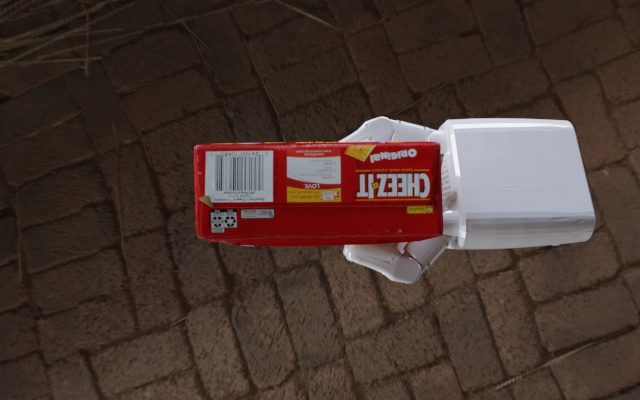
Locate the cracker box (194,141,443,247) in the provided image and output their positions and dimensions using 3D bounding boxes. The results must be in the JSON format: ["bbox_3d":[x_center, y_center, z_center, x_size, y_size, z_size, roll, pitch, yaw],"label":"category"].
[{"bbox_3d":[0.000,0.001,0.413,0.164,0.072,0.214,-1,-4,1],"label":"cracker box"}]
